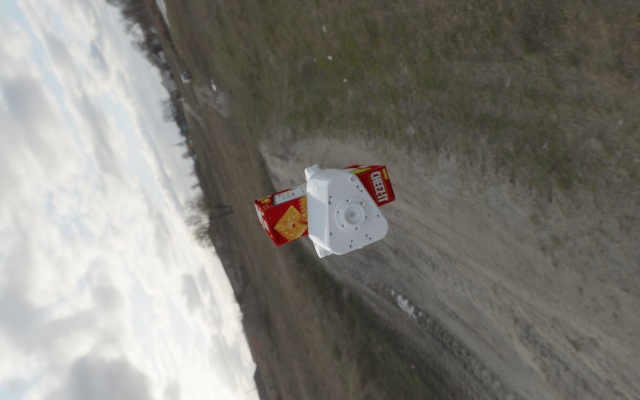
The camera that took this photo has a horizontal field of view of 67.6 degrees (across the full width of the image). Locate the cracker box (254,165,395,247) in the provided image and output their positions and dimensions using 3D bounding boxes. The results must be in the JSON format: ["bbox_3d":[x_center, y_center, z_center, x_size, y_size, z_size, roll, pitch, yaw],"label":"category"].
[{"bbox_3d":[0.000,0.003,0.838,0.213,0.072,0.164,-20,9,-11],"label":"cracker box"}]
